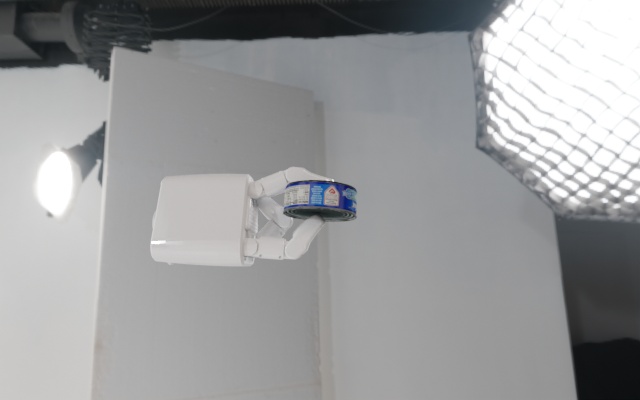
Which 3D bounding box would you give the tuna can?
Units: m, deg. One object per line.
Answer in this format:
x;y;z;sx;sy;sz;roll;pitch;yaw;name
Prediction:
0.000;0.001;0.556;0.086;0.033;0.086;3;-11;1;tuna can
